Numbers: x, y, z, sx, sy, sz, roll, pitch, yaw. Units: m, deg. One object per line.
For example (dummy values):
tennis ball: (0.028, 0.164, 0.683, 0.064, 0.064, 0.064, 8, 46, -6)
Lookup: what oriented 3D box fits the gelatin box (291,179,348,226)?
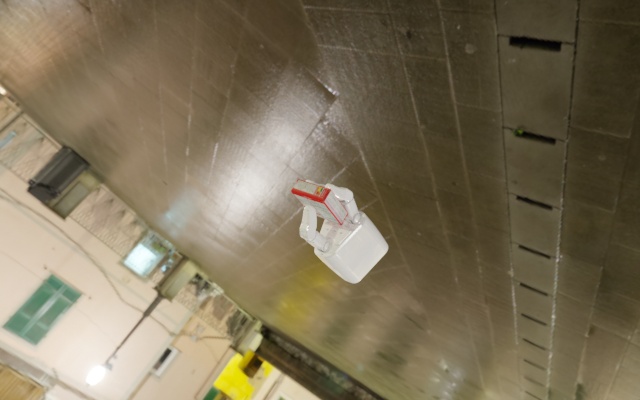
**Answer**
gelatin box: (0.000, 0.003, 0.841, 0.073, 0.030, 0.089, 19, -19, 35)
